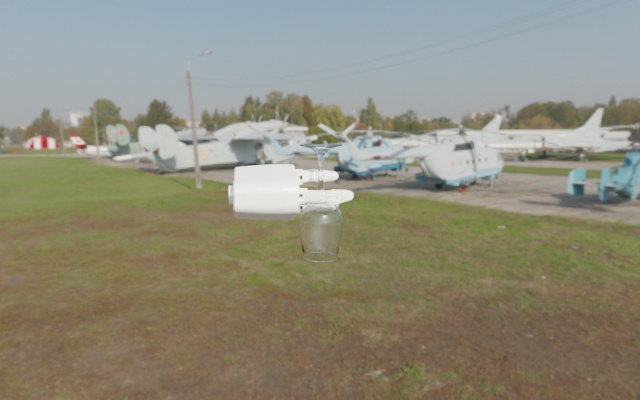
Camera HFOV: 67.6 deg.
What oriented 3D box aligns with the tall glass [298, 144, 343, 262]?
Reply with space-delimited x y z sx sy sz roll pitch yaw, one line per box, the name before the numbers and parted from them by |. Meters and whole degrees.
tall glass | 0.000 0.002 0.832 0.079 0.201 0.079 0 7 0
